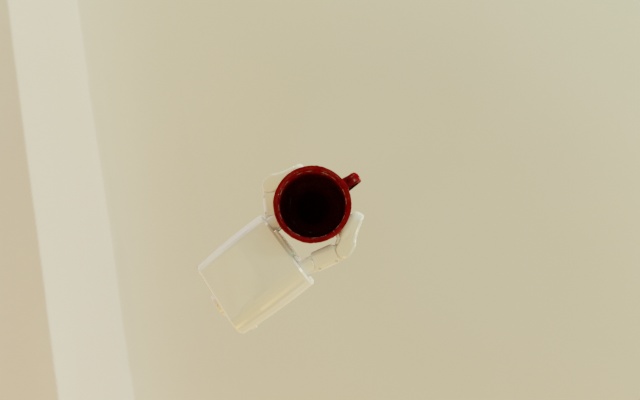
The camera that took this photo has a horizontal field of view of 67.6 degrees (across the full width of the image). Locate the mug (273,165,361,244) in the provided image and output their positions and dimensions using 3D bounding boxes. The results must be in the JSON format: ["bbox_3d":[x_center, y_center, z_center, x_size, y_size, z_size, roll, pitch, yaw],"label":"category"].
[{"bbox_3d":[0.001,0.001,0.604,0.117,0.093,0.081,-36,-6,-4],"label":"mug"}]
